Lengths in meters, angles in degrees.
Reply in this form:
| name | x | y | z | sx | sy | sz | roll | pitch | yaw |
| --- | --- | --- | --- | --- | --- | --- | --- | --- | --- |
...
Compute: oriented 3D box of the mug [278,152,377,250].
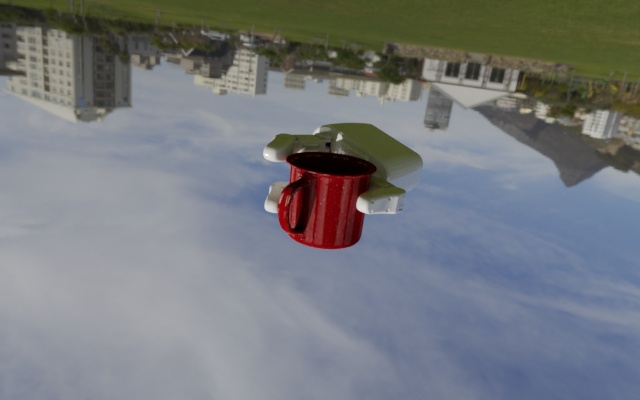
| name | x | y | z | sx | sy | sz | roll | pitch | yaw |
| --- | --- | --- | --- | --- | --- | --- | --- | --- | --- |
| mug | -0.001 | 0.002 | 0.489 | 0.093 | 0.081 | 0.117 | 18 | 22 | 32 |
